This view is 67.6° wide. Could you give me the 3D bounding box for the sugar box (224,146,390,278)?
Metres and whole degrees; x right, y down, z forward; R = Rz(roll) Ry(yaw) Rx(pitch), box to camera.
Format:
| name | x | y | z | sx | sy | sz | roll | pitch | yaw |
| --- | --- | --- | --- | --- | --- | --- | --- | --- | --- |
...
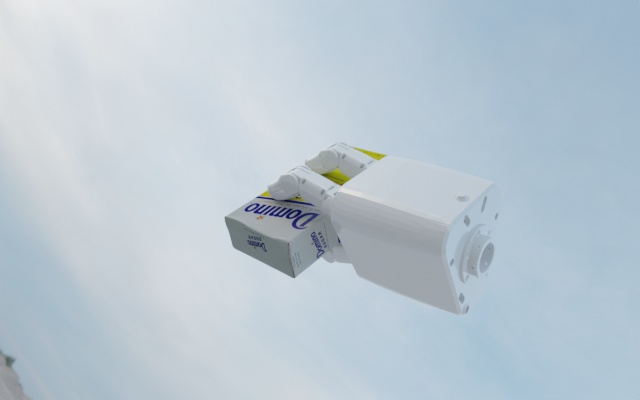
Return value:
| name | x | y | z | sx | sy | sz | roll | pitch | yaw |
| --- | --- | --- | --- | --- | --- | --- | --- | --- | --- |
| sugar box | 0.000 | 0.001 | 0.490 | 0.093 | 0.048 | 0.176 | 18 | 39 | 40 |
